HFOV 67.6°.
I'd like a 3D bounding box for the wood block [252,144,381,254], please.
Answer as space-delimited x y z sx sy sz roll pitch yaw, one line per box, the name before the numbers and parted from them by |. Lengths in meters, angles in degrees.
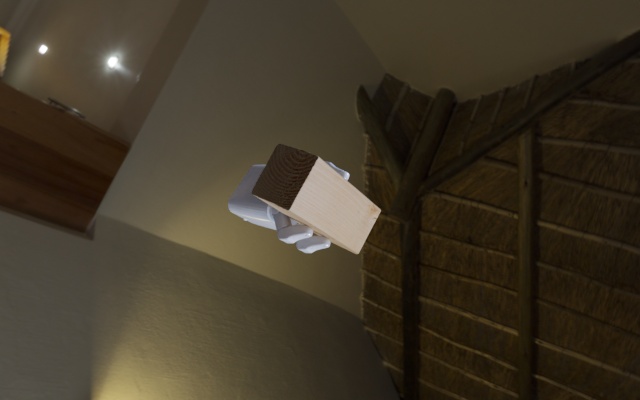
wood block | 0.000 0.002 0.771 0.090 0.091 0.206 22 -9 39
